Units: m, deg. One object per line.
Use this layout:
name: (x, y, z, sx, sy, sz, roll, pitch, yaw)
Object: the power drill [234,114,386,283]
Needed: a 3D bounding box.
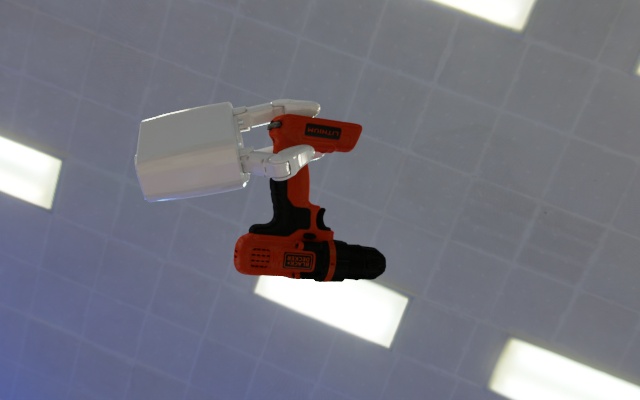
power drill: (0.000, 0.001, 0.553, 0.184, 0.187, 0.057, 6, 0, -21)
